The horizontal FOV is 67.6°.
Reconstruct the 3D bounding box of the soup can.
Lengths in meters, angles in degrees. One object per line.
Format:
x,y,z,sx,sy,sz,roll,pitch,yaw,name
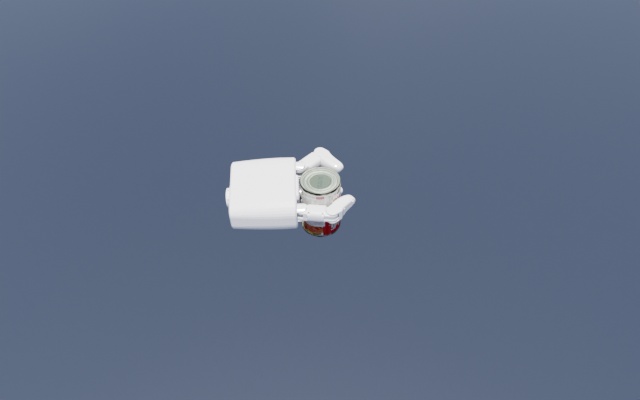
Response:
0.001,0.002,0.796,0.068,0.102,0.068,-1,45,1,soup can
